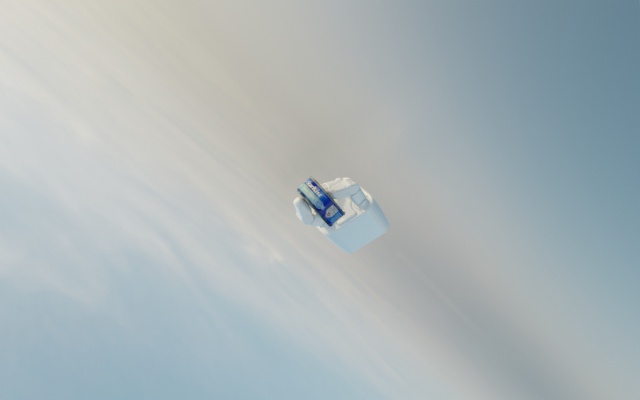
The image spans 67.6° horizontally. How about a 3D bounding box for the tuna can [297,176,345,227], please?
[{"bbox_3d":[0.000,0.003,0.789,0.034,0.086,0.086,-42,2,-2],"label":"tuna can"}]
